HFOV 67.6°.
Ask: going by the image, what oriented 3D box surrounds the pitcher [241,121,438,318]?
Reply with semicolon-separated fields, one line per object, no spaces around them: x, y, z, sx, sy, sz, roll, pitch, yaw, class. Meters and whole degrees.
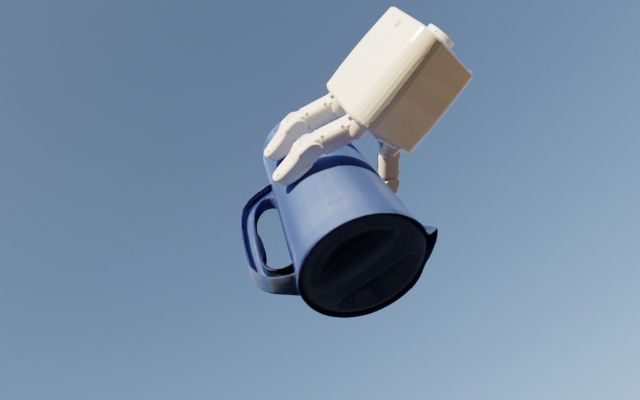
0.000;0.002;0.532;0.149;0.145;0.242;25;23;-33;pitcher
